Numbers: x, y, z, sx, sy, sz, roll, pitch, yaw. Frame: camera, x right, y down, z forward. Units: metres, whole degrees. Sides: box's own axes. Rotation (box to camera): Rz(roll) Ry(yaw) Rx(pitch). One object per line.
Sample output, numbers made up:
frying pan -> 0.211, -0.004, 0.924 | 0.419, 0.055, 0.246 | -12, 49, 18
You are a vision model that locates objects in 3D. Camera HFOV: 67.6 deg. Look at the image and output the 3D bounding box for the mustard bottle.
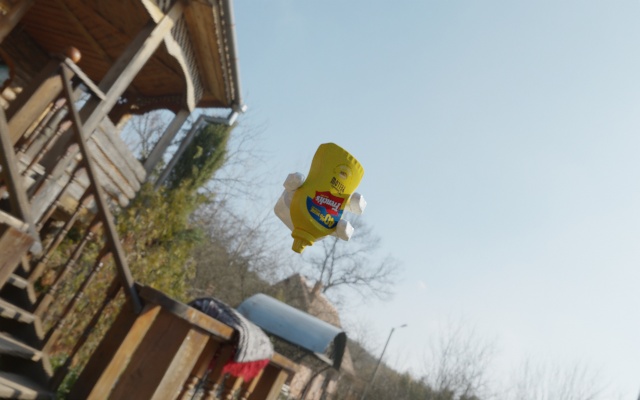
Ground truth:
mustard bottle -> 0.000, 0.002, 0.813 | 0.096, 0.191, 0.058 | 39, -22, -32
